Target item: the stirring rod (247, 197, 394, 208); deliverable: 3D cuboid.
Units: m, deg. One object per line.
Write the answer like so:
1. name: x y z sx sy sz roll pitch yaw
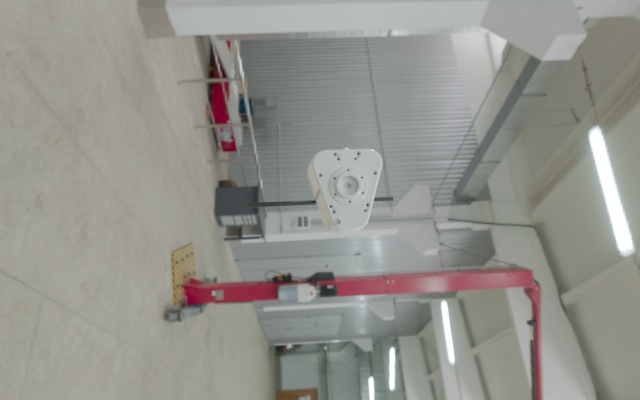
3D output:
1. stirring rod: 0.000 0.003 0.785 0.239 0.011 0.011 -2 0 -3
